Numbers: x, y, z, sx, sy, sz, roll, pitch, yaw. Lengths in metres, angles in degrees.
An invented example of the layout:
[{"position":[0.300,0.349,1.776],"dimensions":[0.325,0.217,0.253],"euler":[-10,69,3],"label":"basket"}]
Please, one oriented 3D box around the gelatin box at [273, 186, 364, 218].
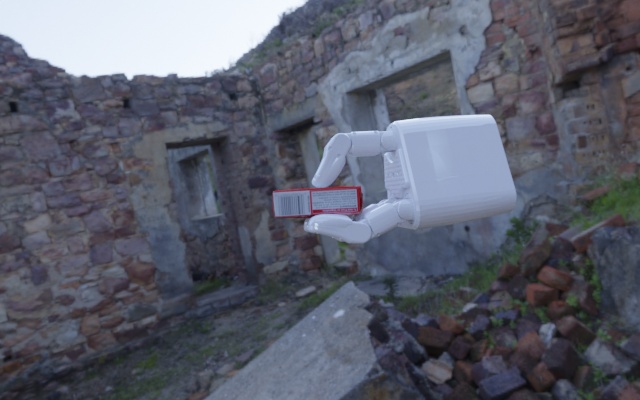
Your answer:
[{"position":[0.000,0.001,0.500],"dimensions":[0.089,0.030,0.073],"euler":[-3,1,5],"label":"gelatin box"}]
